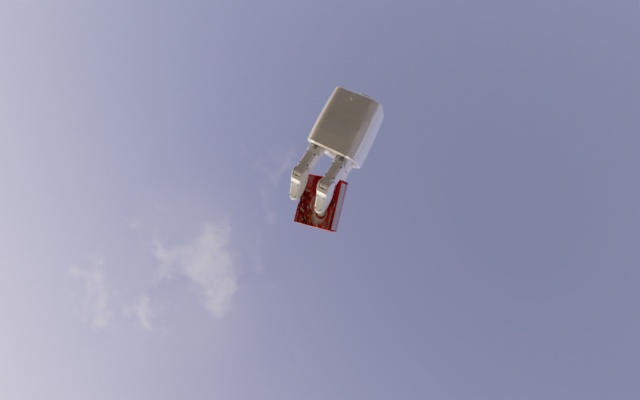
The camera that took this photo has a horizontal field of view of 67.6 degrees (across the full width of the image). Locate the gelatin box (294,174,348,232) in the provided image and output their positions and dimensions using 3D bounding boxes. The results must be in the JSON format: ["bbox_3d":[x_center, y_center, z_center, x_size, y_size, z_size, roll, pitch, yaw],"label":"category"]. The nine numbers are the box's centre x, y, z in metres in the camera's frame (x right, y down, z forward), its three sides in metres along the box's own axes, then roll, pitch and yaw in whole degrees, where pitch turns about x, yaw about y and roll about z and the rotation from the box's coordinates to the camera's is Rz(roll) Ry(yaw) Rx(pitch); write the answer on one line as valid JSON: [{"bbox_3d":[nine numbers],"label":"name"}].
[{"bbox_3d":[0.000,0.003,0.819,0.073,0.089,0.030,13,-1,26],"label":"gelatin box"}]
